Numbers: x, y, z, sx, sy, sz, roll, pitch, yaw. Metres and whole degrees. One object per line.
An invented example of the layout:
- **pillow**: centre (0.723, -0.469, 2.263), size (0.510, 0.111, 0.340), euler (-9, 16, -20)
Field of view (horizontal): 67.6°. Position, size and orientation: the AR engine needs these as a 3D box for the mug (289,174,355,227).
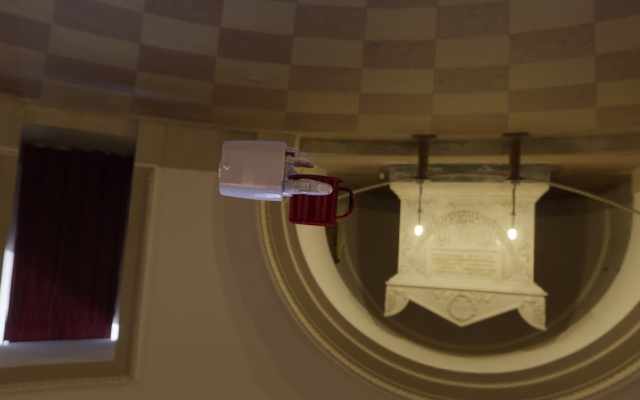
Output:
- **mug**: centre (0.002, 0.003, 0.825), size (0.117, 0.081, 0.093), euler (4, -5, 4)
